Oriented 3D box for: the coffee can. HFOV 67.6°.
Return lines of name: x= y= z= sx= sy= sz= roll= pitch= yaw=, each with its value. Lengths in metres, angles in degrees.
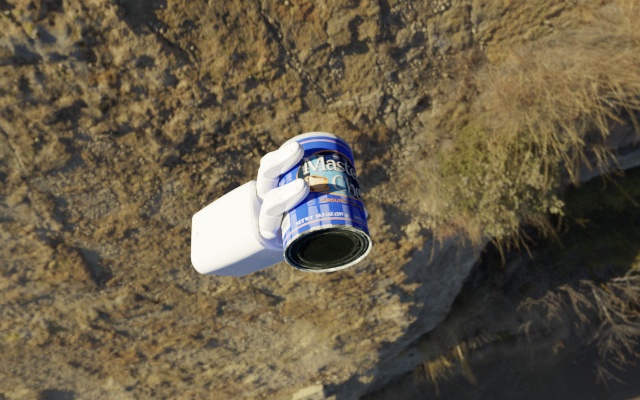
coffee can: x=0.000 y=0.002 z=0.584 sx=0.103 sy=0.140 sz=0.103 roll=-6 pitch=-36 yaw=-4
